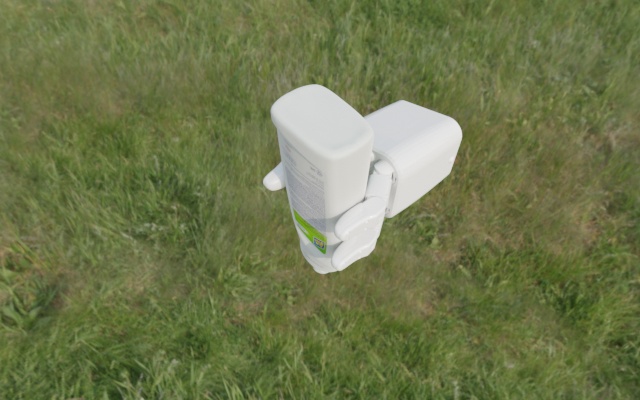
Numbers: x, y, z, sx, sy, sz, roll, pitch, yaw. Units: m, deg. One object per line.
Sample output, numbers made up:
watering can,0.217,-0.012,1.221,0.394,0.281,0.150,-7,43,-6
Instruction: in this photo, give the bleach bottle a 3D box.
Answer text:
bleach bottle,0.000,0.002,0.534,0.068,0.102,0.251,-32,-30,-24
